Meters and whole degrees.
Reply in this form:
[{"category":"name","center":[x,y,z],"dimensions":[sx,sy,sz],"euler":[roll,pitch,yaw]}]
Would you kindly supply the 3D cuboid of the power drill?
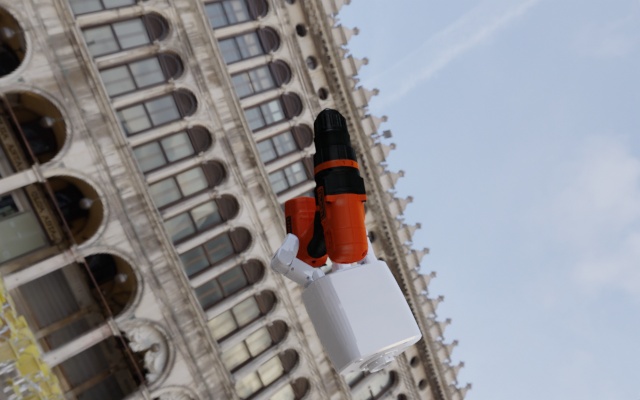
[{"category":"power drill","center":[0.000,0.002,0.603],"dimensions":[0.057,0.184,0.188],"euler":[0,-19,-16]}]
